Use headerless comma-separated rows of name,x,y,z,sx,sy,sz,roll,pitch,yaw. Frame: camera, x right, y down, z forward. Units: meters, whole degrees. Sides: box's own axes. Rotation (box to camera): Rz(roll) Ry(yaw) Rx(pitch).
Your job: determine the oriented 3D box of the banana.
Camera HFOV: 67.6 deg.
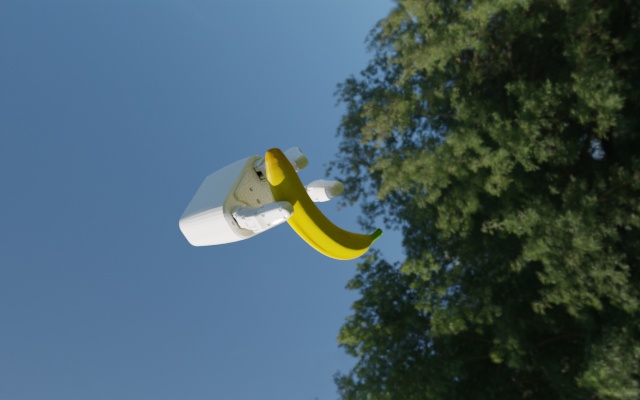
banana,-0.003,0.019,0.566,0.037,0.069,0.198,-12,-41,45
